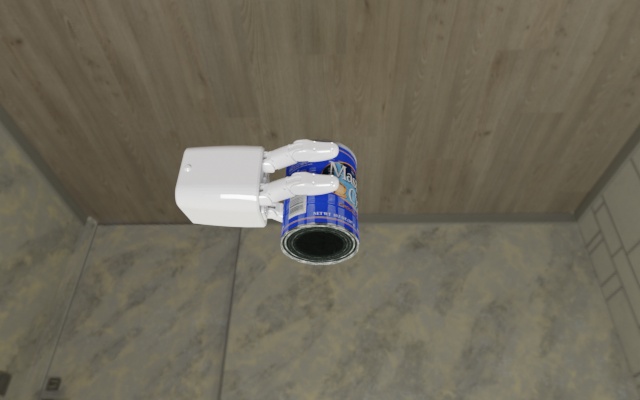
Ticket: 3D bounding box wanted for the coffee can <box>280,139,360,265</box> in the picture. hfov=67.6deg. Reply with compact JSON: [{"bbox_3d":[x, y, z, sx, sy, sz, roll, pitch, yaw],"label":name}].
[{"bbox_3d":[0.000,0.002,0.652,0.103,0.140,0.103,1,-36,1],"label":"coffee can"}]
